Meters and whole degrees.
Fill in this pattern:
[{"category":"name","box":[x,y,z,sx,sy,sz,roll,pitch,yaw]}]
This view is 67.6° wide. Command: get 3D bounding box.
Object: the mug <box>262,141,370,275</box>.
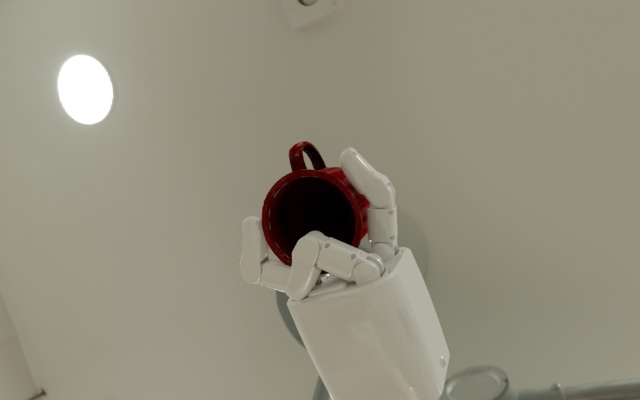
[{"category":"mug","box":[0.000,0.000,0.446,0.093,0.117,0.081,-20,3,22]}]
